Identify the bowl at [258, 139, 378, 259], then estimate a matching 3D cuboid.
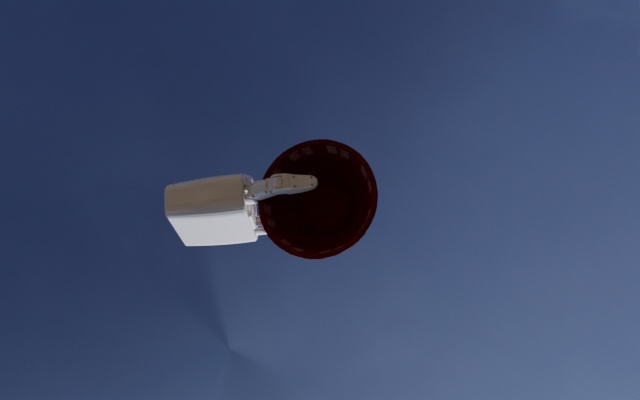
[{"bbox_3d":[0.001,0.002,0.644,0.162,0.162,0.055,0,-14,15],"label":"bowl"}]
